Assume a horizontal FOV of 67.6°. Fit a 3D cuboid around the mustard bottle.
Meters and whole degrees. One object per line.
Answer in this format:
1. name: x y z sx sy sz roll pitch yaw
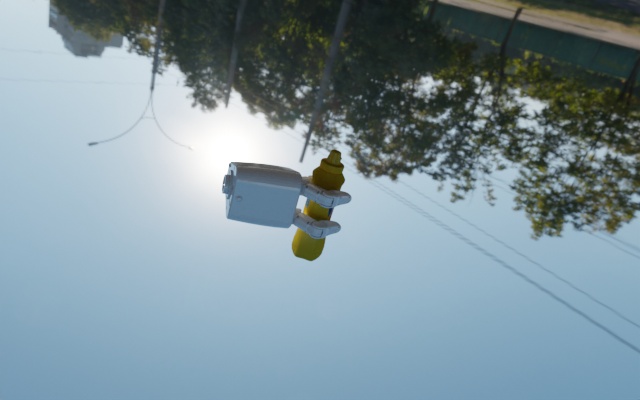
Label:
1. mustard bottle: 0.000 0.003 0.826 0.058 0.192 0.096 18 23 3
